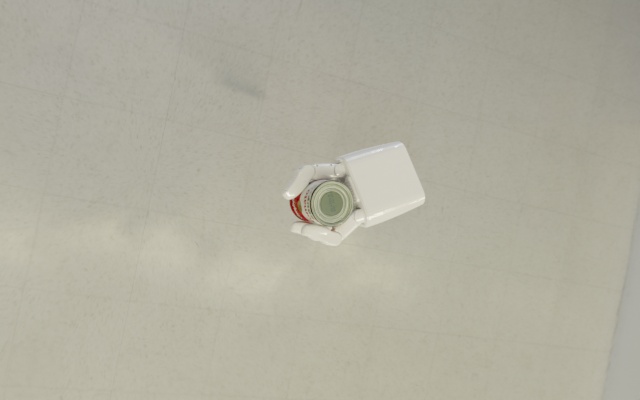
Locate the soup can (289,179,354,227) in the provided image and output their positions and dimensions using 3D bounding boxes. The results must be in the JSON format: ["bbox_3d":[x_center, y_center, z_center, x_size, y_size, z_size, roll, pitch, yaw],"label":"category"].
[{"bbox_3d":[0.000,0.002,0.714,0.068,0.068,0.102,0,3,-20],"label":"soup can"}]
